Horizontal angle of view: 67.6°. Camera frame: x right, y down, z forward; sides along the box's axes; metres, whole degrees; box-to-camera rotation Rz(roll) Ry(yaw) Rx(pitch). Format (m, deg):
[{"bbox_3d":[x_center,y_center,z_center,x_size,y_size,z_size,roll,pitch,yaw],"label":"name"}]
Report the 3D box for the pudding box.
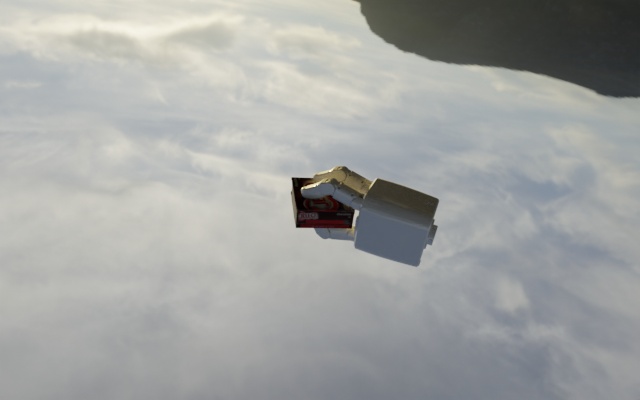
[{"bbox_3d":[0.000,0.003,0.769,0.090,0.039,0.113,2,27,-10],"label":"pudding box"}]
